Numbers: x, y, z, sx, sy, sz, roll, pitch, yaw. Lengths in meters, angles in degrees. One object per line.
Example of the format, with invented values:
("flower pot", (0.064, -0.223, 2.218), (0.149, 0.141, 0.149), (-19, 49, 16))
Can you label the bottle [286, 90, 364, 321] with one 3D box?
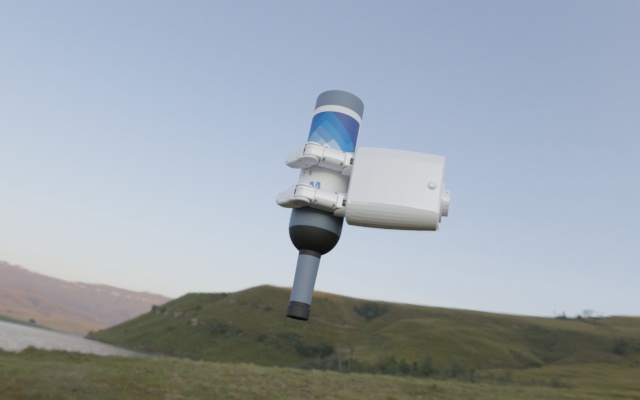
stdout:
("bottle", (0.000, 0.002, 0.606), (0.069, 0.295, 0.069), (10, -20, 4))
